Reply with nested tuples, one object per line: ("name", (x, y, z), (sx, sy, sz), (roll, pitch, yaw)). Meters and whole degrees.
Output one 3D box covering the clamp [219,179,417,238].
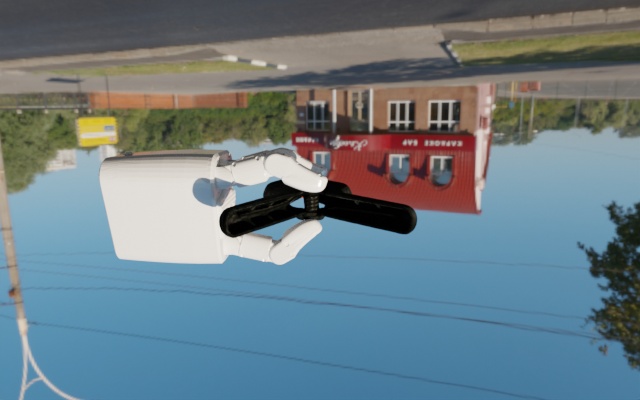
("clamp", (0.000, 0.002, 0.480), (0.164, 0.036, 0.210), (2, 11, 0))
